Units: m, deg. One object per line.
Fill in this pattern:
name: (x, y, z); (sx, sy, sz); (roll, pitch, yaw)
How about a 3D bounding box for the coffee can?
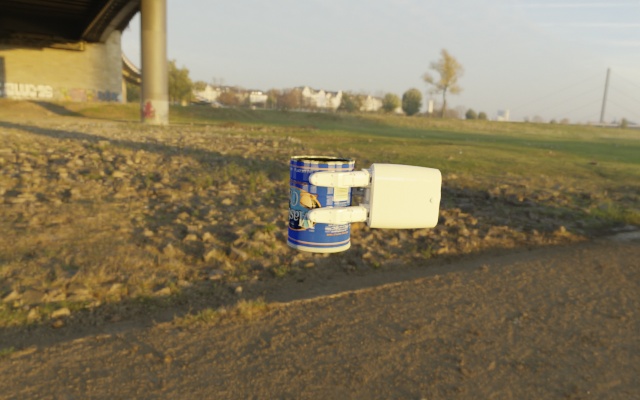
coffee can: (0.000, 0.003, 0.767); (0.103, 0.140, 0.103); (3, 10, 0)
